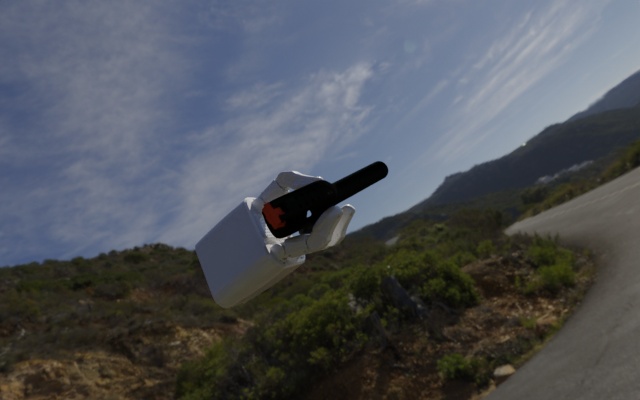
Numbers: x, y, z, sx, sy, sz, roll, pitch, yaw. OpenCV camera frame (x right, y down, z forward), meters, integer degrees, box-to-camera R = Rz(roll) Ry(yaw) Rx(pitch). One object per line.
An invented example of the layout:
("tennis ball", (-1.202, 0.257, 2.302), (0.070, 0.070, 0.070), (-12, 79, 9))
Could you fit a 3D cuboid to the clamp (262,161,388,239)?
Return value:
("clamp", (-0.001, 0.001, 0.597), (0.164, 0.036, 0.210), (-40, -13, 17))
